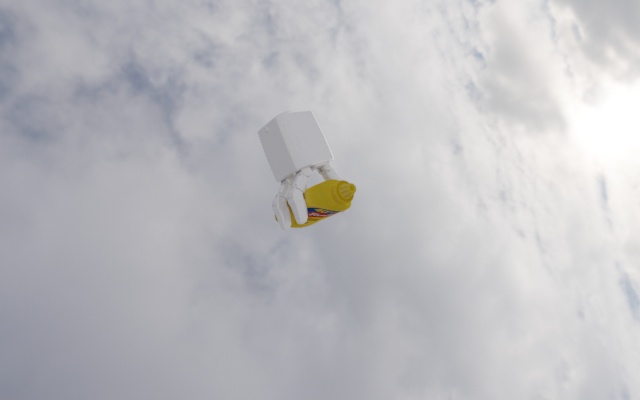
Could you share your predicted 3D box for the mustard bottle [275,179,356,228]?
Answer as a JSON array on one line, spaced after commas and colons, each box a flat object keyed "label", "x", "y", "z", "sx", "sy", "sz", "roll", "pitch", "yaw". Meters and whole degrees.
[{"label": "mustard bottle", "x": 0.000, "y": 0.003, "z": 0.872, "sx": 0.096, "sy": 0.058, "sz": 0.192, "roll": 7, "pitch": -19, "yaw": -33}]
